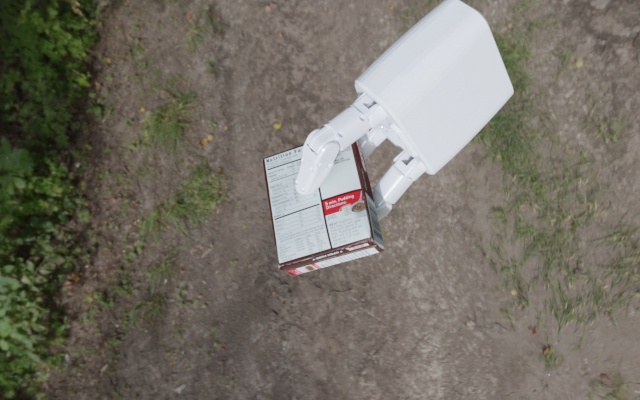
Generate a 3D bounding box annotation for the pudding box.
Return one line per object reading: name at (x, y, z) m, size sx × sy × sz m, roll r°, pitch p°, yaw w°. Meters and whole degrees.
pudding box at (0.000, 0.001, 0.430) m, size 0.090 × 0.113 × 0.039 m, roll -18°, pitch -27°, yaw 15°
